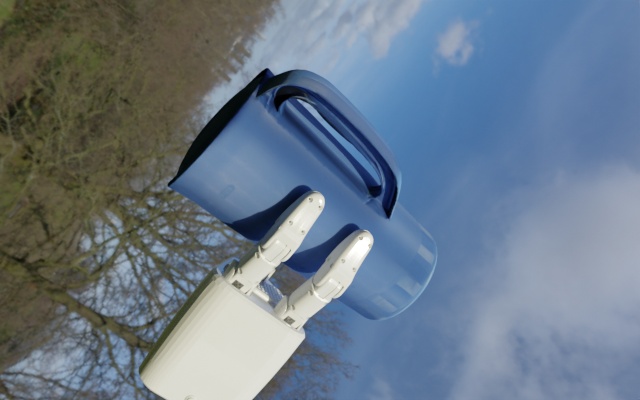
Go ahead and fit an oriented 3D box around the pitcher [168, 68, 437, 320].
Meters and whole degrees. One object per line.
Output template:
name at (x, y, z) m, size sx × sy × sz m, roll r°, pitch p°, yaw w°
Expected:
pitcher at (0.000, 0.002, 0.440) m, size 0.243 × 0.145 × 0.149 m, roll 40°, pitch -2°, yaw -19°
